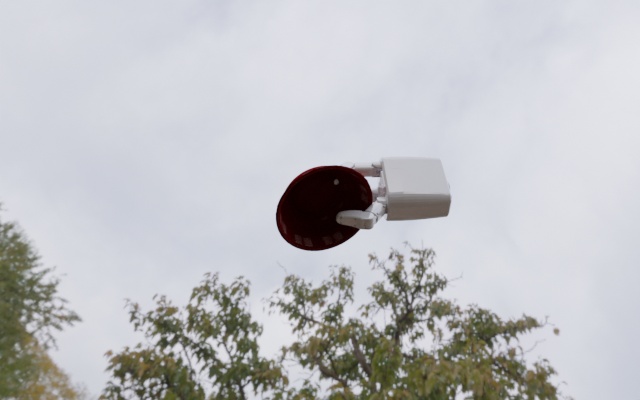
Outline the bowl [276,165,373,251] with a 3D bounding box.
[{"bbox_3d":[-0.001,0.002,0.770,0.162,0.162,0.055,0,32,-22],"label":"bowl"}]
